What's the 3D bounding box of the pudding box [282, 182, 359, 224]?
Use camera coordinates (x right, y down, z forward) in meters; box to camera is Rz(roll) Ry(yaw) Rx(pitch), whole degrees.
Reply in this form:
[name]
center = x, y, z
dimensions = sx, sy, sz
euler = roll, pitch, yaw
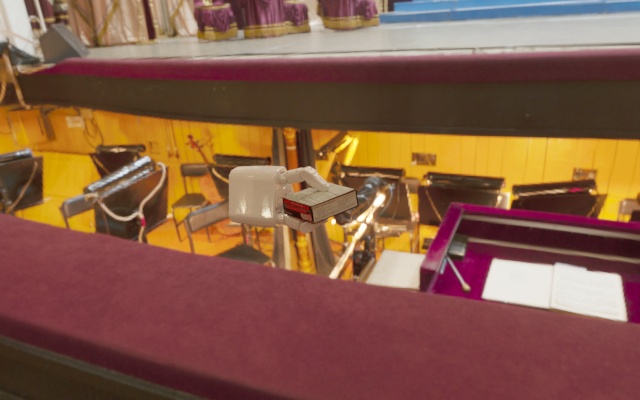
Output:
[pudding box]
center = 0.000, 0.003, 0.883
dimensions = 0.113, 0.039, 0.090
euler = -22, 25, -34
